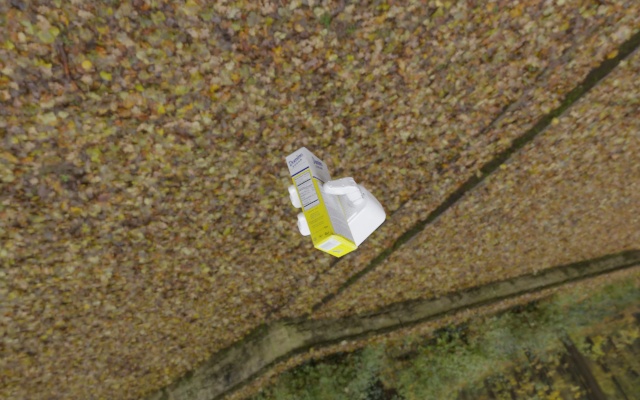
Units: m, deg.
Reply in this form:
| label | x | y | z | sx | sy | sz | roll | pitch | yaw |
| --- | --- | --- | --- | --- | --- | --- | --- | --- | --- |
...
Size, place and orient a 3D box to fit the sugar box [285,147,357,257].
| label | x | y | z | sx | sy | sz | roll | pitch | yaw |
| --- | --- | --- | --- | --- | --- | --- | --- | --- | --- |
| sugar box | 0.000 | 0.003 | 0.817 | 0.048 | 0.176 | 0.093 | -30 | -29 | 16 |
